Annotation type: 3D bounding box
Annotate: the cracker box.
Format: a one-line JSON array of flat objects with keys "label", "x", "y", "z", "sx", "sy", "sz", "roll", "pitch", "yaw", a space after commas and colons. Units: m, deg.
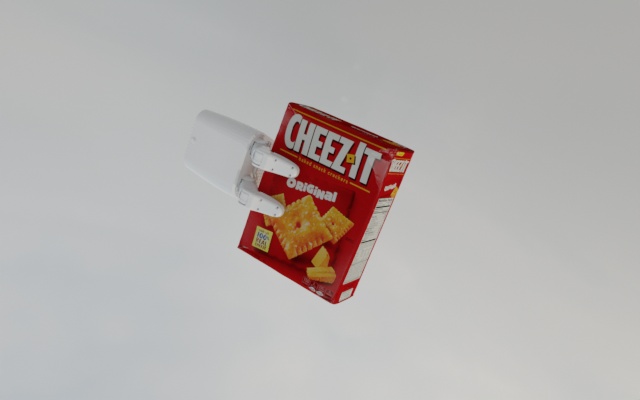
[{"label": "cracker box", "x": 0.000, "y": 0.002, "z": 0.623, "sx": 0.164, "sy": 0.214, "sz": 0.072, "roll": 27, "pitch": 16, "yaw": 24}]
